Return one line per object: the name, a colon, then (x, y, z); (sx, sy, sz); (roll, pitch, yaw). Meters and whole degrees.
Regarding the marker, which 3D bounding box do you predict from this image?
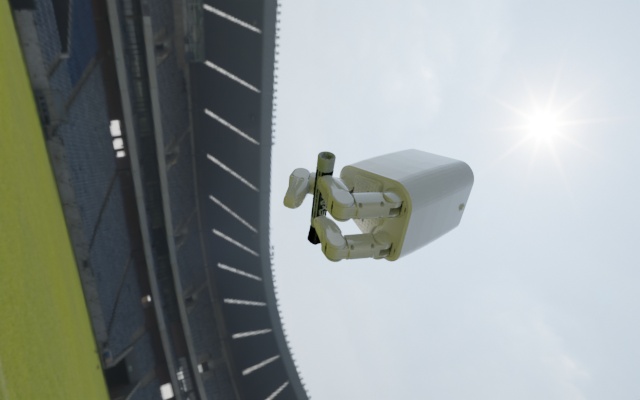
marker: (0.000, 0.002, 0.525); (0.020, 0.121, 0.020); (5, 37, -4)
